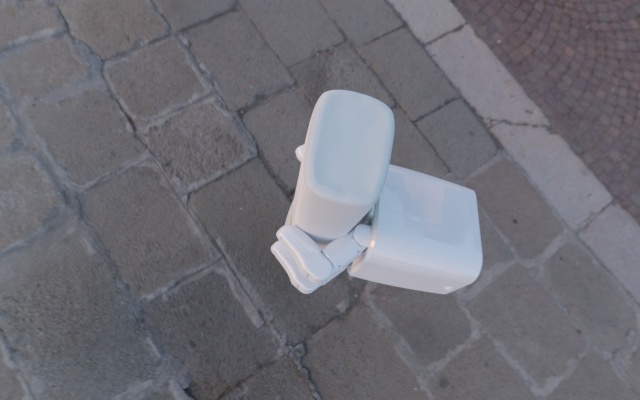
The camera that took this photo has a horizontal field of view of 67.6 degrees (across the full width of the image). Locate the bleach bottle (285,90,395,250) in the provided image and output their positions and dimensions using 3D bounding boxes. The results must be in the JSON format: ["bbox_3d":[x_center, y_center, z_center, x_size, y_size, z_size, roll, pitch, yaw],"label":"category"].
[{"bbox_3d":[0.000,0.002,0.479,0.068,0.102,0.251,14,-22,-6],"label":"bleach bottle"}]
